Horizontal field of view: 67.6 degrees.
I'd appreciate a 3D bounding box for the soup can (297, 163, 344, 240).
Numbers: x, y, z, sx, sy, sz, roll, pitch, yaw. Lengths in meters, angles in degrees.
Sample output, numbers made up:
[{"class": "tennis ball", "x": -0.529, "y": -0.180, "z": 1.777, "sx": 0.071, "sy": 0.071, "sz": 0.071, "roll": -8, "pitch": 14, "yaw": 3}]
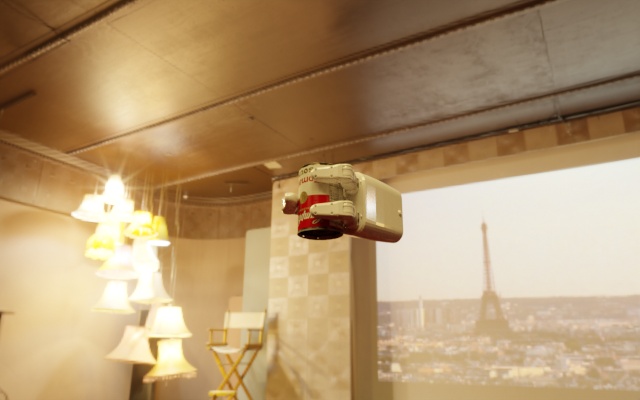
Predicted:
[{"class": "soup can", "x": 0.000, "y": 0.002, "z": 0.712, "sx": 0.068, "sy": 0.102, "sz": 0.068, "roll": 0, "pitch": -17, "yaw": 0}]
